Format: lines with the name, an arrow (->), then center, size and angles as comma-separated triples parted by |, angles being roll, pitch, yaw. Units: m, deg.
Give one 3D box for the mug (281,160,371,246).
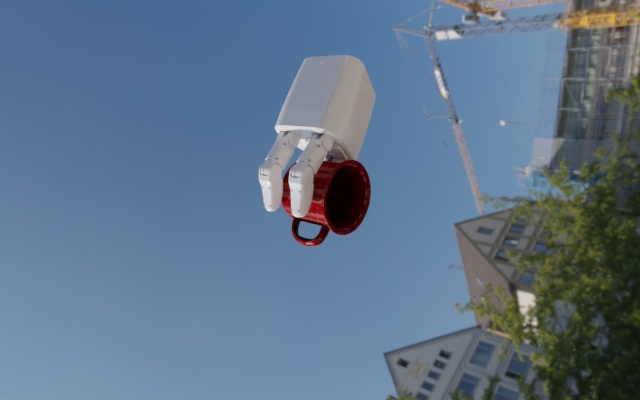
mug -> -0.001, 0.003, 0.603 | 0.081, 0.117, 0.093 | 11, -16, 40
